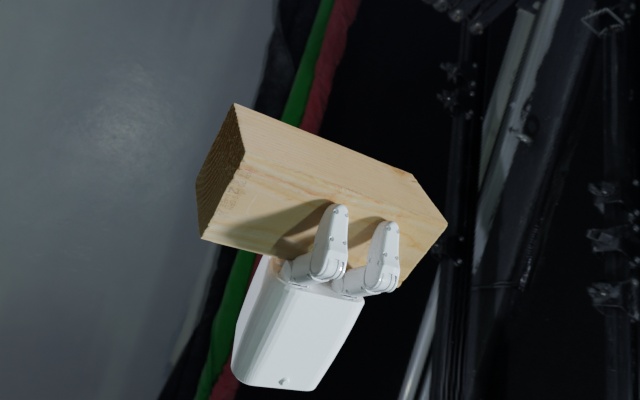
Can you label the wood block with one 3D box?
[{"bbox_3d":[0.000,0.002,0.444,0.206,0.090,0.090,18,28,-28],"label":"wood block"}]
